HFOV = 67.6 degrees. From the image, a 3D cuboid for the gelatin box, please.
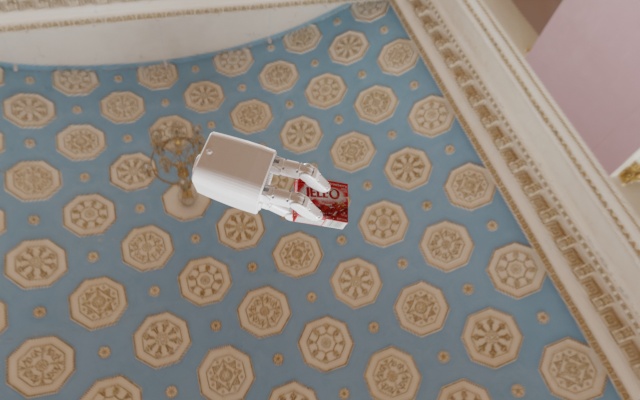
[{"bbox_3d":[0.000,0.003,0.776,0.089,0.073,0.030,10,-30,-15],"label":"gelatin box"}]
